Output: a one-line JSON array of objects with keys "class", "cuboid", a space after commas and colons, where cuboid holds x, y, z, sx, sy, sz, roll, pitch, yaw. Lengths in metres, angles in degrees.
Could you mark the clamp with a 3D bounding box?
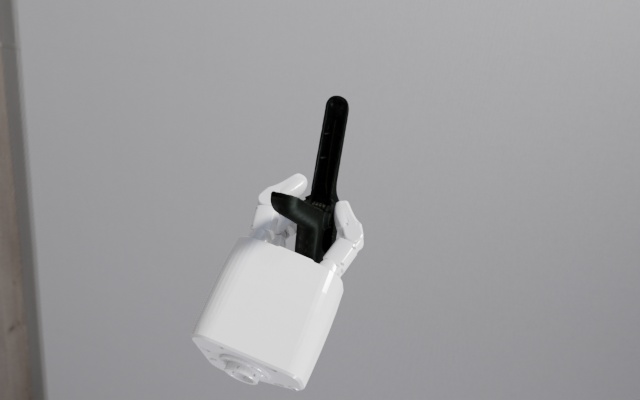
[{"class": "clamp", "cuboid": [0.001, 0.002, 0.528, 0.036, 0.164, 0.210, 14, -35, 16]}]
